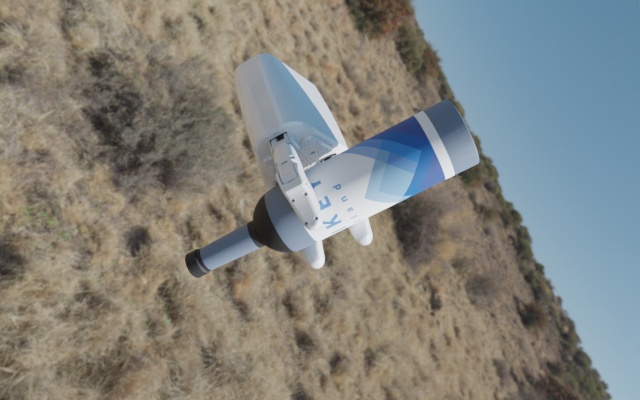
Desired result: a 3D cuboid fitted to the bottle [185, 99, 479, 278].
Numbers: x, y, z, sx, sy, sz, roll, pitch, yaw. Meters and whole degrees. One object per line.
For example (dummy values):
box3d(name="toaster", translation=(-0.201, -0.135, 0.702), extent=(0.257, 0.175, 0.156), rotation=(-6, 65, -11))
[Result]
box3d(name="bottle", translation=(0.000, 0.001, 0.461), extent=(0.296, 0.069, 0.069), rotation=(-27, -5, 9))
